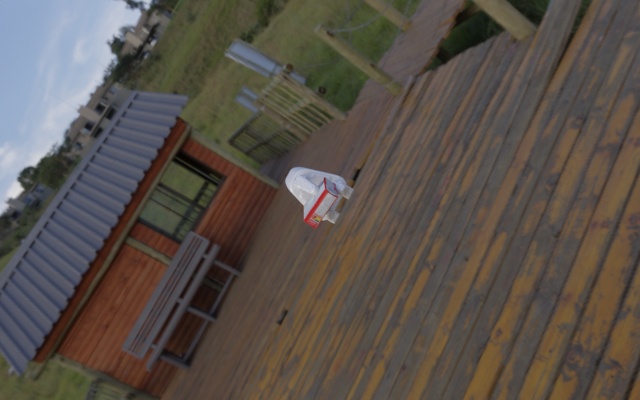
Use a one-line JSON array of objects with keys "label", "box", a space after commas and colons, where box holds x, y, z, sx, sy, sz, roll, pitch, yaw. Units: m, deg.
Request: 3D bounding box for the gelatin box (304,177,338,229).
[{"label": "gelatin box", "box": [0.000, 0.003, 0.885, 0.030, 0.073, 0.089, 32, 14, -11]}]
